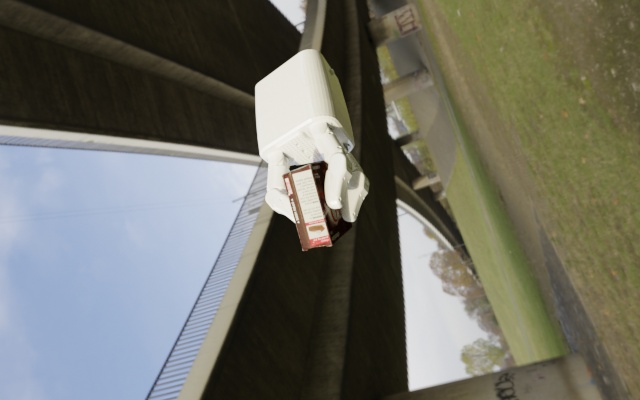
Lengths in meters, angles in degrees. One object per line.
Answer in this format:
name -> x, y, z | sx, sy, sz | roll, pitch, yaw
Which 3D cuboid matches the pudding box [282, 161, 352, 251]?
pudding box -> 0.000, 0.002, 0.553 | 0.039, 0.090, 0.113 | -15, 3, 19
